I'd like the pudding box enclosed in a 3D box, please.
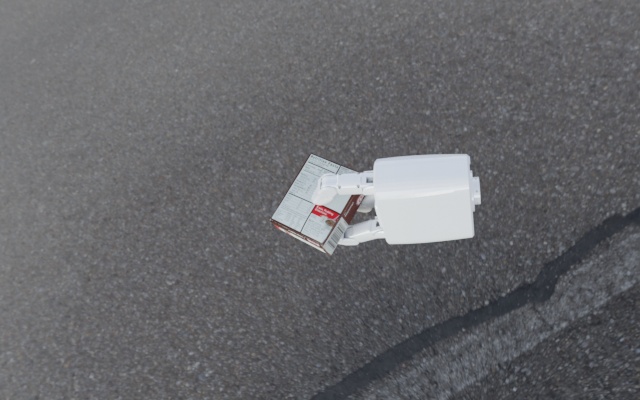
[{"bbox_3d":[0.000,0.002,0.632,0.090,0.113,0.039,24,-16,28],"label":"pudding box"}]
